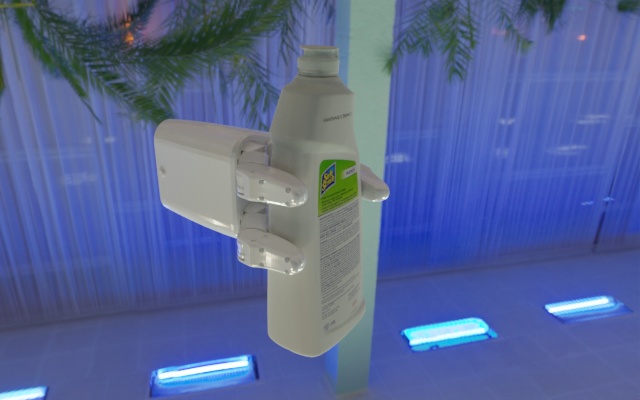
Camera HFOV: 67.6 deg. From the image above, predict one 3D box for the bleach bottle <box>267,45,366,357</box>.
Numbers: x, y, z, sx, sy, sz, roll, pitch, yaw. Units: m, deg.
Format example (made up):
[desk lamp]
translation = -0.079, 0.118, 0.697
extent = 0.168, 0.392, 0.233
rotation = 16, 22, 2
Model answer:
[bleach bottle]
translation = 0.000, 0.001, 0.402
extent = 0.068, 0.251, 0.102
rotation = 15, 26, 29
